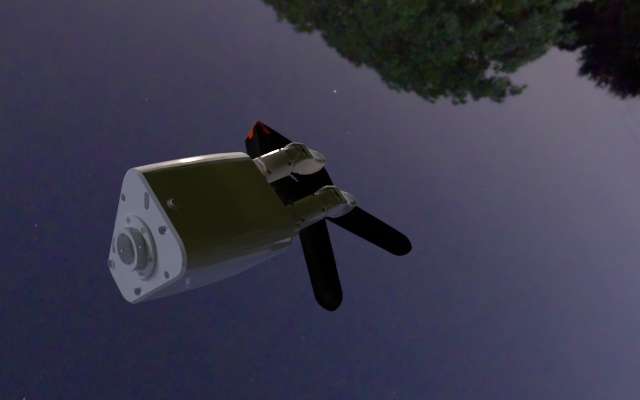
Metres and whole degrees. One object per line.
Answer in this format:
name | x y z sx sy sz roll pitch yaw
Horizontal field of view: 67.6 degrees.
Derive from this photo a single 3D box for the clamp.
clamp | -0.001 0.002 0.492 0.164 0.210 0.036 -11 -31 -52
